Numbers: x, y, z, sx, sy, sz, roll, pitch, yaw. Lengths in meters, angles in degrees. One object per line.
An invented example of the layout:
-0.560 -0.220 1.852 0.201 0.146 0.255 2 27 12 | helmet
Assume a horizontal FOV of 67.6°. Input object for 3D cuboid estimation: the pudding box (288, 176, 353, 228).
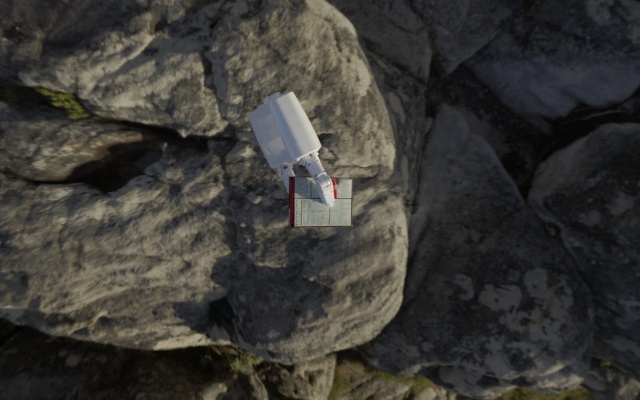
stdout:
0.000 0.003 0.842 0.113 0.090 0.039 1 2 -17 | pudding box
